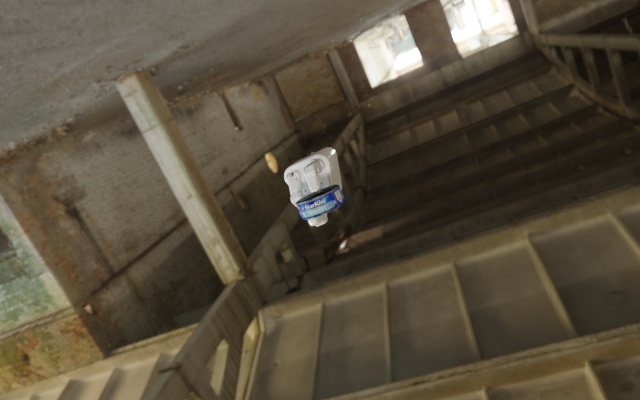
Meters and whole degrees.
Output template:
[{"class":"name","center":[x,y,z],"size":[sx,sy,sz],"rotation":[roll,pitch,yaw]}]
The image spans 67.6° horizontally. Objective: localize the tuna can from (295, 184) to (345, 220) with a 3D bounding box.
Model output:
[{"class":"tuna can","center":[0.000,0.003,0.862],"size":[0.086,0.034,0.086],"rotation":[-23,8,3]}]
